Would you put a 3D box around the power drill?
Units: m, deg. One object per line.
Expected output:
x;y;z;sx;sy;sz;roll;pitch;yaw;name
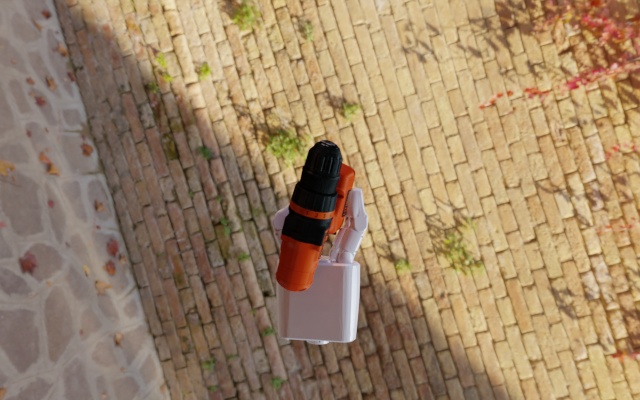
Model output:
0.000;0.002;0.613;0.057;0.184;0.187;19;18;8;power drill
